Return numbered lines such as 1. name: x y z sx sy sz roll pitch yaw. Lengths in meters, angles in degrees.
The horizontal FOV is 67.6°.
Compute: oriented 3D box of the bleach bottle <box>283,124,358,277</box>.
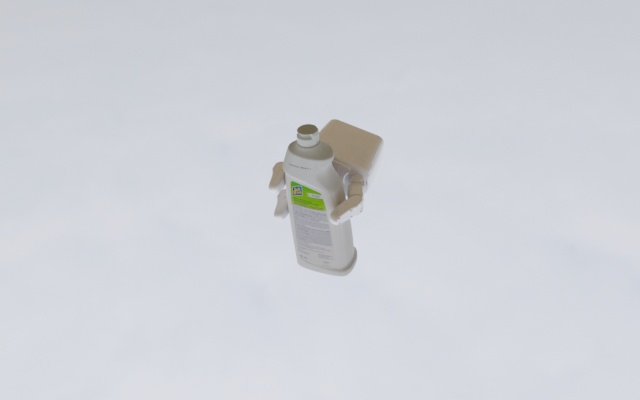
1. bleach bottle: 0.000 0.002 0.720 0.102 0.251 0.068 10 41 18
